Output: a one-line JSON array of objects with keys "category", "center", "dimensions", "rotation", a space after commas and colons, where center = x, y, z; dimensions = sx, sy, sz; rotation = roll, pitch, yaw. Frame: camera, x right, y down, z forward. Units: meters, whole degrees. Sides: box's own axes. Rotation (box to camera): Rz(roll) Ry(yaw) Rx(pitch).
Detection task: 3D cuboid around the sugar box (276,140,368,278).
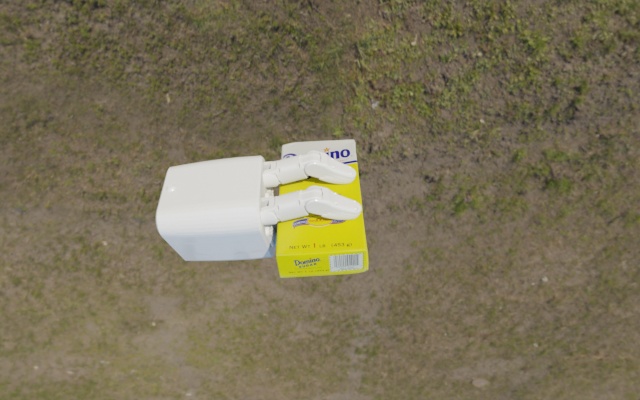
[{"category": "sugar box", "center": [0.000, 0.001, 0.538], "dimensions": [0.093, 0.176, 0.048], "rotation": [-3, -42, 1]}]
